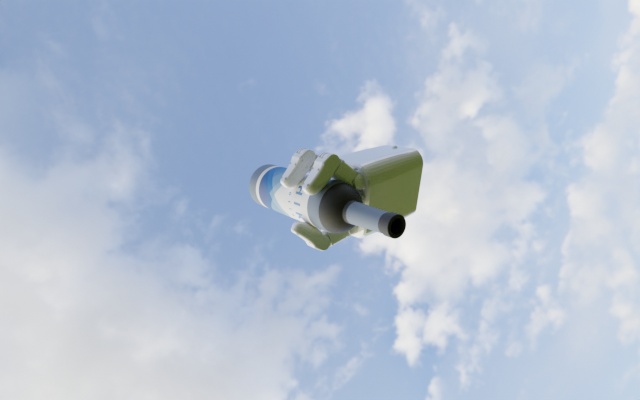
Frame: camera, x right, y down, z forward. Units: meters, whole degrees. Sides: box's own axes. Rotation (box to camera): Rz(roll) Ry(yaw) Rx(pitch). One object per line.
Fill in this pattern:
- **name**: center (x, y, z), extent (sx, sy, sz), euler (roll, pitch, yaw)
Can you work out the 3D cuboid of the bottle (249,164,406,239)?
- **bottle**: center (0.000, 0.002, 0.632), extent (0.069, 0.069, 0.295), euler (0, 10, -35)
